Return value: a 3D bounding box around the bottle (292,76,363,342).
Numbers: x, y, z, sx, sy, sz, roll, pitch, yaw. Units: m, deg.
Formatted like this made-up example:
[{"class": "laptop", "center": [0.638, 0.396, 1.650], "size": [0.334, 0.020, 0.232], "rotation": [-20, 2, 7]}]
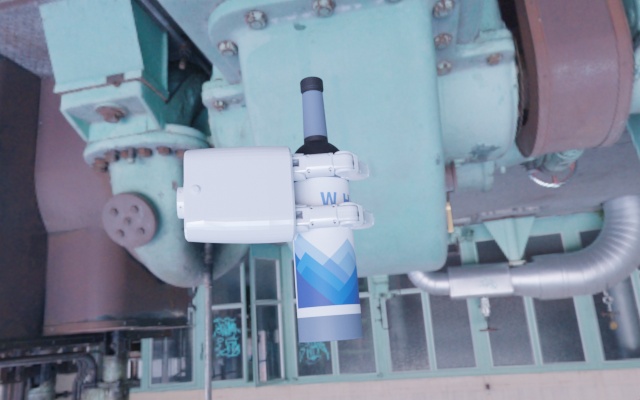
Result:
[{"class": "bottle", "center": [0.000, 0.002, 0.530], "size": [0.069, 0.295, 0.069], "rotation": [-4, -14, -1]}]
